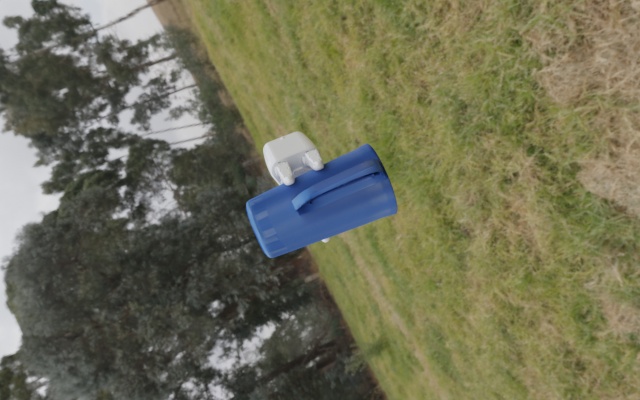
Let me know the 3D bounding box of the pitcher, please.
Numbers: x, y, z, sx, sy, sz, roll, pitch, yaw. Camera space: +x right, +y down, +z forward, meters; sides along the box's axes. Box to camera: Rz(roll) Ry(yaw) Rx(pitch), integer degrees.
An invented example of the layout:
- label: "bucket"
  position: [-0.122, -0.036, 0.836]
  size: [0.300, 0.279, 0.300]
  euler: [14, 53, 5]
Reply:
- label: "pitcher"
  position: [0.000, 0.003, 0.818]
  size: [0.243, 0.149, 0.145]
  euler: [-23, 33, -4]
